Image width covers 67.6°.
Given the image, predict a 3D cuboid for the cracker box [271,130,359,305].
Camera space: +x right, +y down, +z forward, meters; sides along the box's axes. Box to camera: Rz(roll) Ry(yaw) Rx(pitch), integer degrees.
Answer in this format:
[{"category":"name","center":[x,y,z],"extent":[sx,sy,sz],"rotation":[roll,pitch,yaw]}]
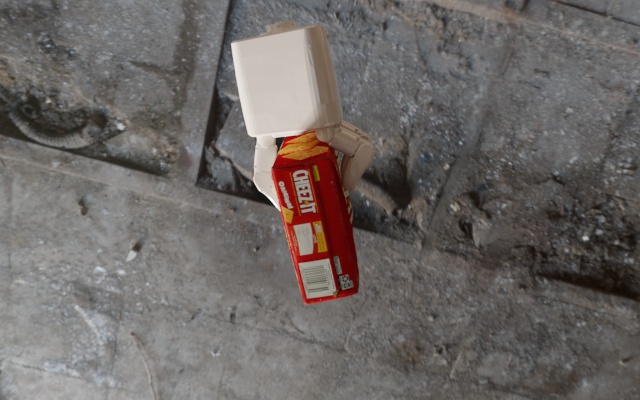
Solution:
[{"category":"cracker box","center":[0.000,0.002,0.601],"extent":[0.072,0.164,0.213],"rotation":[-11,18,6]}]
